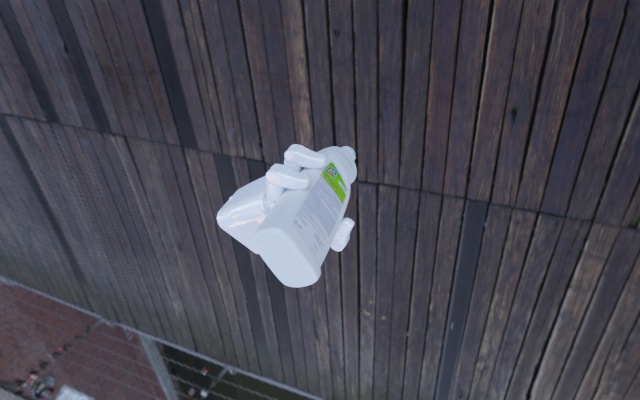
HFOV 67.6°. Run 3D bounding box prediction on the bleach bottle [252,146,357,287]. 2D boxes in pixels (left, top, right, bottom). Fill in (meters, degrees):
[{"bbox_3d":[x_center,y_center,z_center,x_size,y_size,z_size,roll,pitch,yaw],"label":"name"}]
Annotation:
[{"bbox_3d":[0.000,0.002,0.692,0.068,0.102,0.250,-17,26,37],"label":"bleach bottle"}]
